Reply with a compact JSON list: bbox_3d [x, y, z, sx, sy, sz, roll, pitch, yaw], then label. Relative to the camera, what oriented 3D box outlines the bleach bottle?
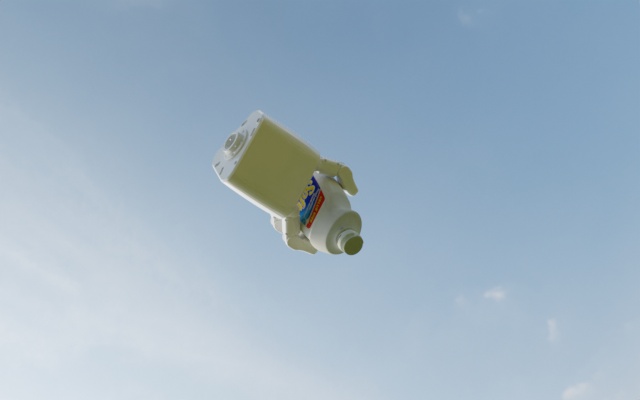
[{"bbox_3d":[0.000,0.002,0.720,0.068,0.102,0.250,34,7,-33],"label":"bleach bottle"}]
